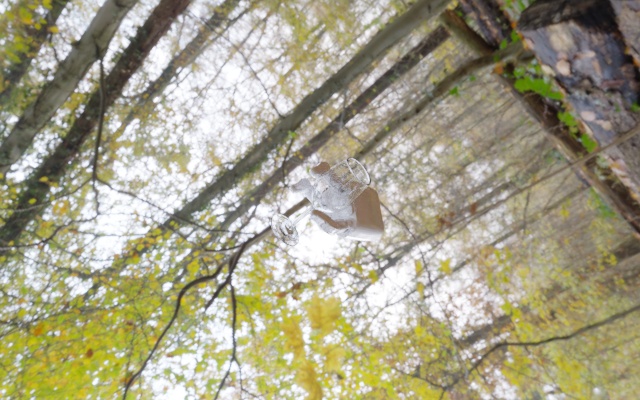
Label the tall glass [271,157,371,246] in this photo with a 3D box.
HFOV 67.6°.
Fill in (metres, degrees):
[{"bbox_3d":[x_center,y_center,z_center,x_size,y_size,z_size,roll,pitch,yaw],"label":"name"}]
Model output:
[{"bbox_3d":[0.000,0.003,0.894,0.201,0.079,0.079,-39,-20,27],"label":"tall glass"}]
